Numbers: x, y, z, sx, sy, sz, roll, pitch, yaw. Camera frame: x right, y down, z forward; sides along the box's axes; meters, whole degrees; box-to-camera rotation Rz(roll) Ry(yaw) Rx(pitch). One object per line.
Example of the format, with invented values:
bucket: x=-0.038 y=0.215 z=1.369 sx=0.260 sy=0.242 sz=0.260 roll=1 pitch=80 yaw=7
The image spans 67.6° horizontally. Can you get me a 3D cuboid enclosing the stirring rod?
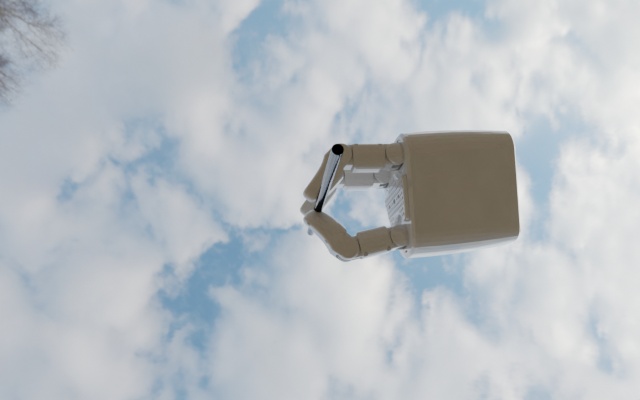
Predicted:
stirring rod: x=0.000 y=0.001 z=0.420 sx=0.011 sy=0.011 sz=0.239 roll=0 pitch=-16 yaw=-5
